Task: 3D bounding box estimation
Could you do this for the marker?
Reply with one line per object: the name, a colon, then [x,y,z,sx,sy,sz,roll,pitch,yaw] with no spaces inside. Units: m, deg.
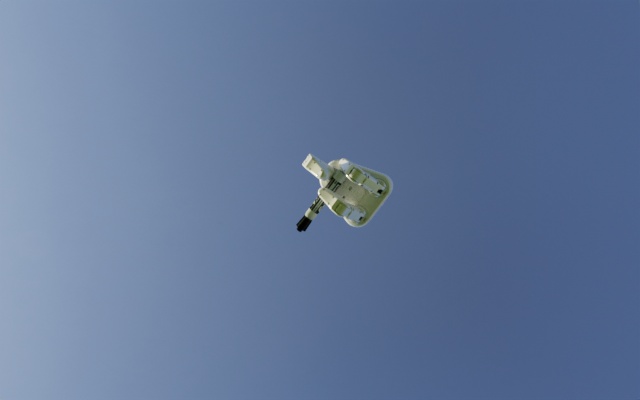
marker: [0.000,0.003,0.774,0.020,0.121,0.020,36,11,-8]
